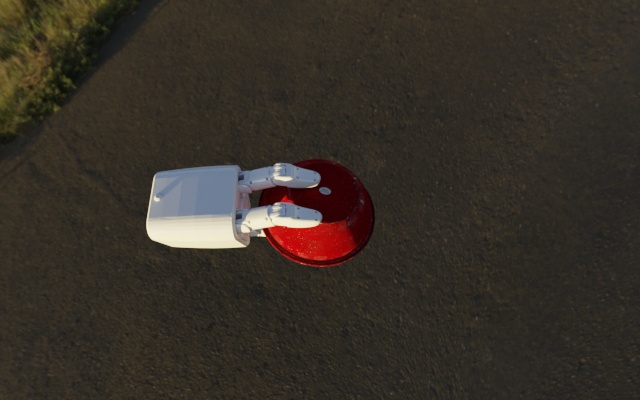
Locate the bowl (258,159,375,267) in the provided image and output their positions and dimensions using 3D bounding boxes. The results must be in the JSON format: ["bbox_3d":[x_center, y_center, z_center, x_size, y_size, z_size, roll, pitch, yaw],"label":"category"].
[{"bbox_3d":[0.001,0.002,0.627,0.162,0.162,0.055,0,-29,-11],"label":"bowl"}]
